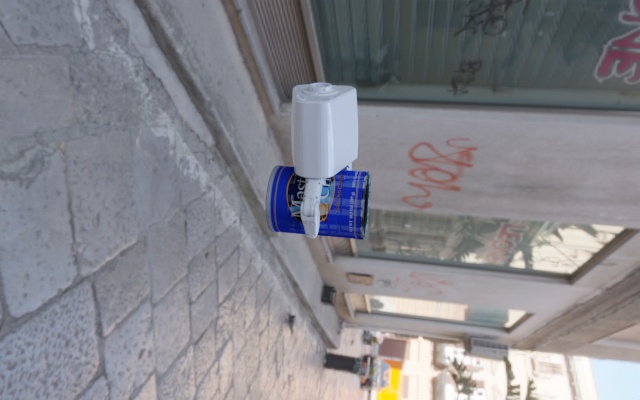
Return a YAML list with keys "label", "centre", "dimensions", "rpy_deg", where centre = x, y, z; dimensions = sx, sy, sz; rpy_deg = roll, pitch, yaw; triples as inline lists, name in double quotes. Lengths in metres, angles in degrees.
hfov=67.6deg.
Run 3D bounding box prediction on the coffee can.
- label: "coffee can"
  centre: [0.000, 0.003, 0.714]
  dimensions: [0.140, 0.103, 0.103]
  rpy_deg: [4, 1, 10]
